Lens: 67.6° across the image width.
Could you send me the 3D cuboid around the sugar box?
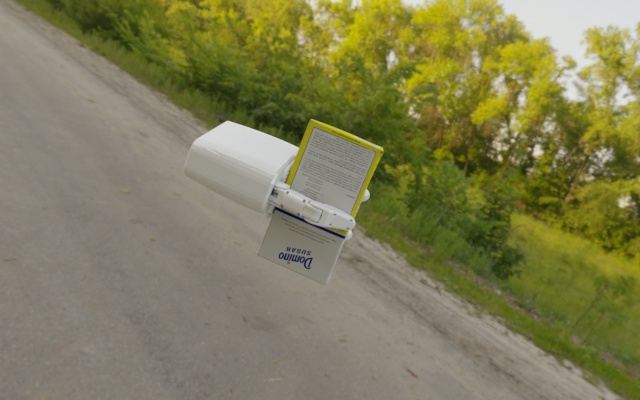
[{"bbox_3d":[0.000,0.002,0.576,0.093,0.176,0.048,24,12,6],"label":"sugar box"}]
